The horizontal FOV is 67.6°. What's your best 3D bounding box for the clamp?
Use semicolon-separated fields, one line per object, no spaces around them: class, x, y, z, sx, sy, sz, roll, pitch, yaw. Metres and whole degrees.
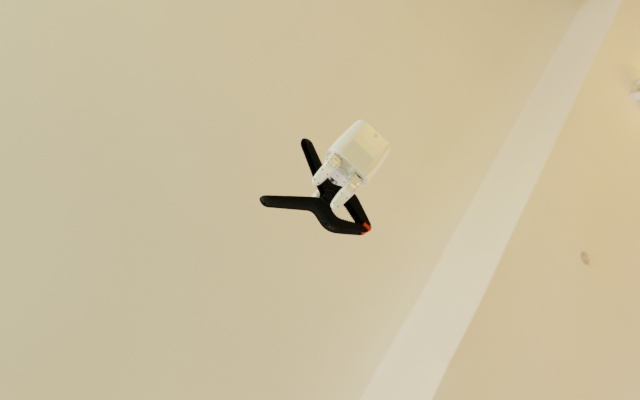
clamp;0.000;0.003;0.885;0.164;0.210;0.036;-50;5;-29
